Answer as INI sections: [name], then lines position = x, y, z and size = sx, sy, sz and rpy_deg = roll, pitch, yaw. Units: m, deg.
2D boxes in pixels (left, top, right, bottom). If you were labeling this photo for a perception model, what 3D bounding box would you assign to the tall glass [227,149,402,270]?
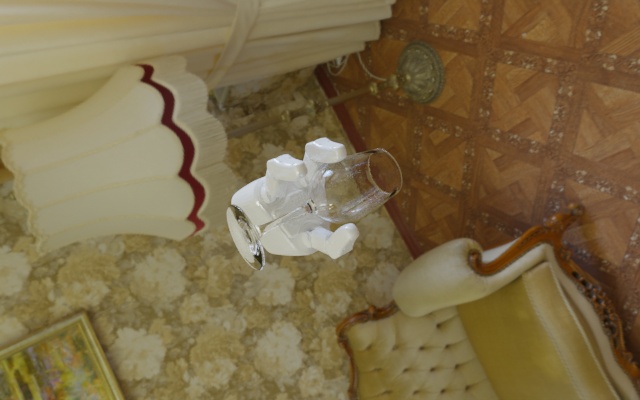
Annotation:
[tall glass]
position = 0.000, 0.002, 0.541
size = 0.201, 0.079, 0.079
rpy_deg = -25, 12, -28
